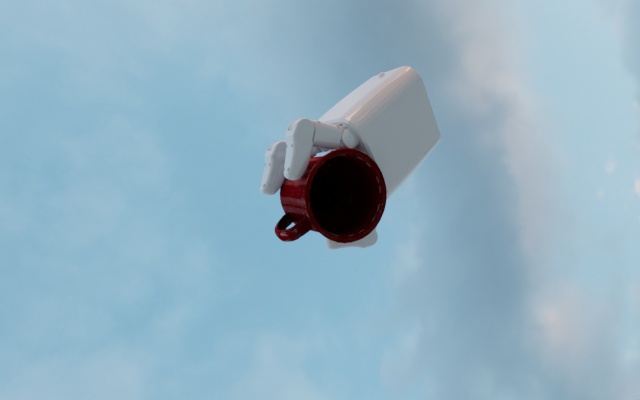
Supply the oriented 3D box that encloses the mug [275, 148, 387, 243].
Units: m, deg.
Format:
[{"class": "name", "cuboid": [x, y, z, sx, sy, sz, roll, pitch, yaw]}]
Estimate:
[{"class": "mug", "cuboid": [-0.001, 0.003, 0.497, 0.117, 0.093, 0.081, -43, 20, -19]}]
